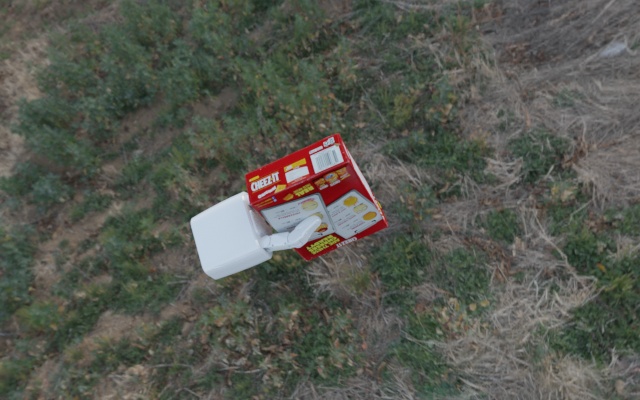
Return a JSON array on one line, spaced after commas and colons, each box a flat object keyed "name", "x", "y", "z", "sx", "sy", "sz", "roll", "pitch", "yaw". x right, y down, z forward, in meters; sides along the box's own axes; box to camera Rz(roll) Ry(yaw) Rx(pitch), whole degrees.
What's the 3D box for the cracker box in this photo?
[{"name": "cracker box", "x": 0.000, "y": 0.003, "z": 0.789, "sx": 0.164, "sy": 0.072, "sz": 0.214, "roll": -24, "pitch": -36, "yaw": 11}]
